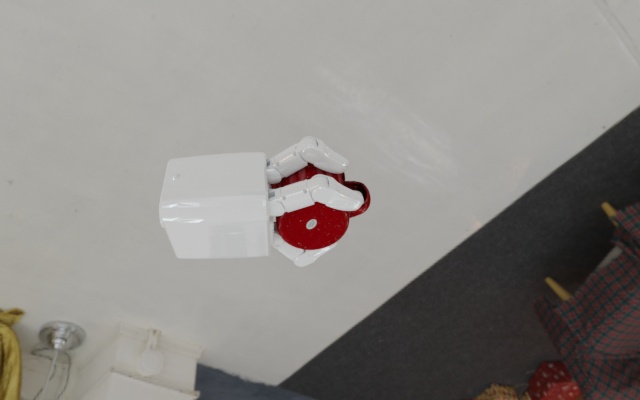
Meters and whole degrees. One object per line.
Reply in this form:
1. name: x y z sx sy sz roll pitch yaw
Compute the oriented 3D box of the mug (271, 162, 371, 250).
1. mug: 0.002 0.002 0.552 0.117 0.093 0.081 -3 41 -6
